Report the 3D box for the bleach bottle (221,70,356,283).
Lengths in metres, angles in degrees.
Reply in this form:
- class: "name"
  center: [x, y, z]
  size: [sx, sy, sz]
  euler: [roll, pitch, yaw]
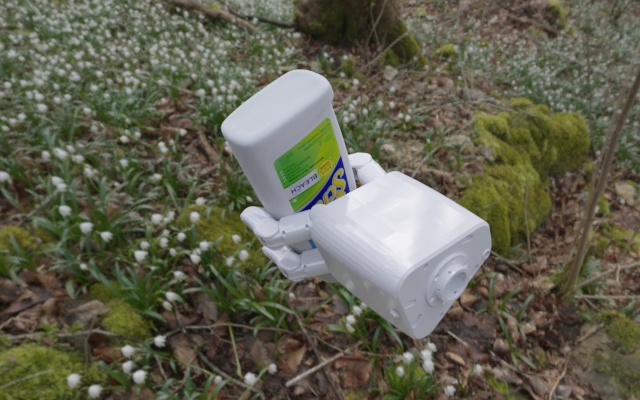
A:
- class: "bleach bottle"
  center: [0.000, 0.002, 0.487]
  size: [0.102, 0.251, 0.068]
  euler: [-40, 44, -14]
